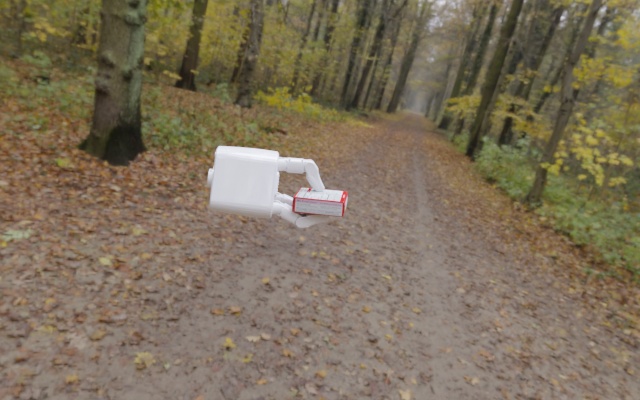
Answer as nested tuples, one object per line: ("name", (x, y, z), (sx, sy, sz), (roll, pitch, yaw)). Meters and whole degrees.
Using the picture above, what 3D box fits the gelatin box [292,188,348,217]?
("gelatin box", (0.001, 0.002, 0.831), (0.089, 0.030, 0.073), (5, 15, 6))
